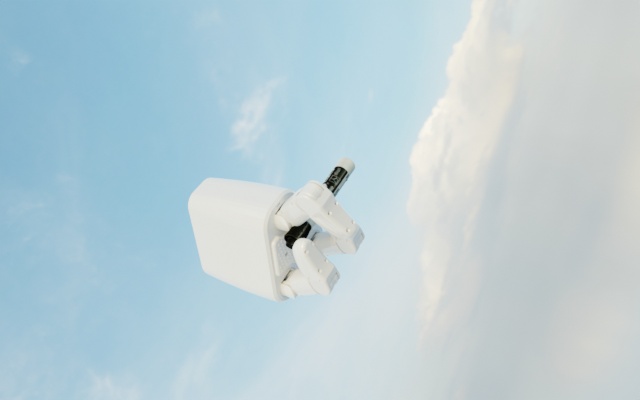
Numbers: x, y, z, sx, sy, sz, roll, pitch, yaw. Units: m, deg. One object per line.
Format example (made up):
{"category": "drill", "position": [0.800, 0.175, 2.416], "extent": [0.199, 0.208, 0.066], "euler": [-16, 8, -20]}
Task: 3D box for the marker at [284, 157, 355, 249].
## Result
{"category": "marker", "position": [0.000, 0.002, 0.469], "extent": [0.020, 0.020, 0.121], "euler": [0, 42, 39]}
